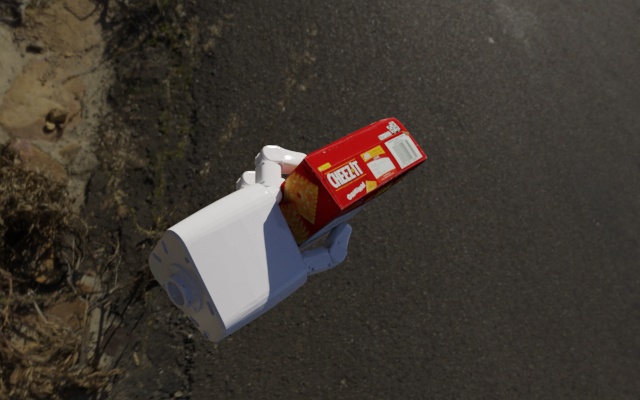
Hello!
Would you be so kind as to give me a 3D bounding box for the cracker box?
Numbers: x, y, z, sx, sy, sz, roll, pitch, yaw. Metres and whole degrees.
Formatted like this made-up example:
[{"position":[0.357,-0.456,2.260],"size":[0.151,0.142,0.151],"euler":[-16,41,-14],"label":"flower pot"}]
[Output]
[{"position":[0.000,0.002,0.574],"size":[0.164,0.072,0.214],"euler":[-30,-8,-42],"label":"cracker box"}]
